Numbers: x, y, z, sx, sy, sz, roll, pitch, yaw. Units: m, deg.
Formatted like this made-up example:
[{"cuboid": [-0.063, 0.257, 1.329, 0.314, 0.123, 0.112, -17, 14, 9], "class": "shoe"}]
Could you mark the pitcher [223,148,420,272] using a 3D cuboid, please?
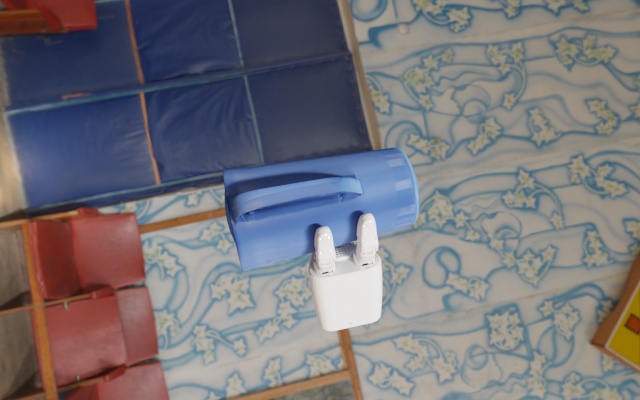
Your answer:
[{"cuboid": [0.000, 0.002, 0.616, 0.243, 0.145, 0.149, -12, 33, -7], "class": "pitcher"}]
